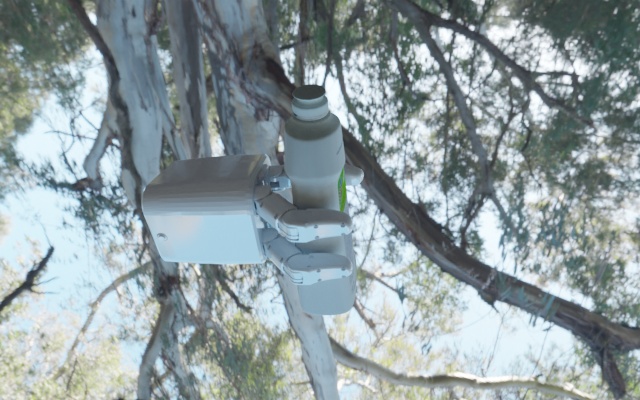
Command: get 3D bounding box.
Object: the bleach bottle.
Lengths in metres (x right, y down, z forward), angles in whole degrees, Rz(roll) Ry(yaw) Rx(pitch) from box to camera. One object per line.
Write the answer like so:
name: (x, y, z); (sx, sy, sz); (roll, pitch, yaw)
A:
bleach bottle: (0.000, 0.002, 0.480); (0.068, 0.251, 0.102); (-1, 39, 5)
